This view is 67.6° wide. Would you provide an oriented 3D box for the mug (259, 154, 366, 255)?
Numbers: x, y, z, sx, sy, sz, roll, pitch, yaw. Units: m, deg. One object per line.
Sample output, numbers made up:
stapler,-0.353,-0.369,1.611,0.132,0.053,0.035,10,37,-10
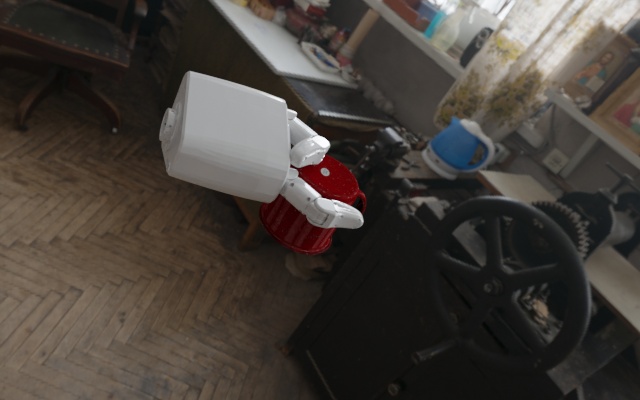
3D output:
mug,0.001,0.002,0.538,0.117,0.081,0.093,14,36,-27
